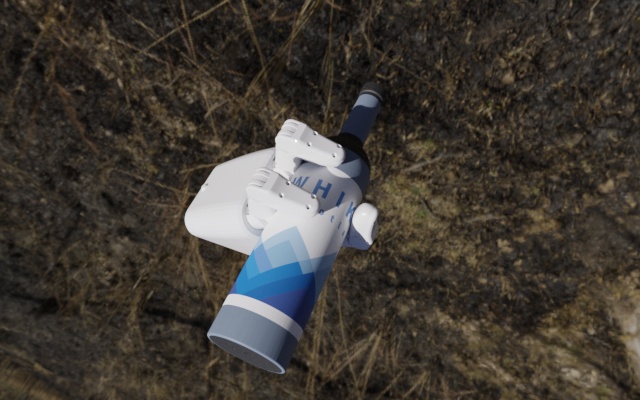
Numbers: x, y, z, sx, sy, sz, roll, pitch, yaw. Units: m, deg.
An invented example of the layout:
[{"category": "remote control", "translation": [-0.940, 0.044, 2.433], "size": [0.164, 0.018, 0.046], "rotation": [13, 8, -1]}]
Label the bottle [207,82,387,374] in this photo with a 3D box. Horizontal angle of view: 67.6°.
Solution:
[{"category": "bottle", "translation": [0.000, 0.002, 0.434], "size": [0.069, 0.295, 0.069], "rotation": [20, -29, 12]}]
